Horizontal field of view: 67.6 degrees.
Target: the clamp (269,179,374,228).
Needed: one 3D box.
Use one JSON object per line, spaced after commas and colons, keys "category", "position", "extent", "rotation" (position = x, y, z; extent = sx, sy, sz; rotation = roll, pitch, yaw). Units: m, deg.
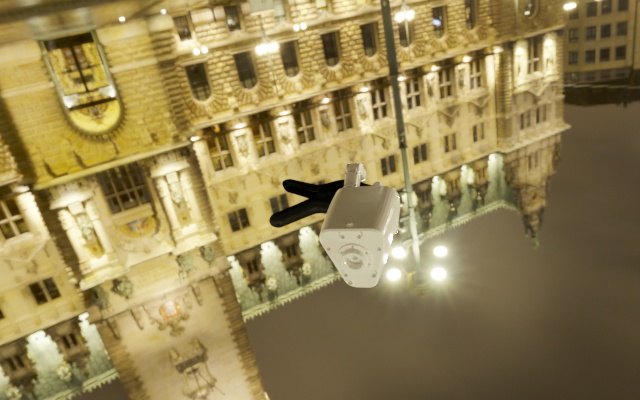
{"category": "clamp", "position": [0.000, 0.003, 0.771], "extent": [0.171, 0.039, 0.120], "rotation": [-2, 41, 21]}
